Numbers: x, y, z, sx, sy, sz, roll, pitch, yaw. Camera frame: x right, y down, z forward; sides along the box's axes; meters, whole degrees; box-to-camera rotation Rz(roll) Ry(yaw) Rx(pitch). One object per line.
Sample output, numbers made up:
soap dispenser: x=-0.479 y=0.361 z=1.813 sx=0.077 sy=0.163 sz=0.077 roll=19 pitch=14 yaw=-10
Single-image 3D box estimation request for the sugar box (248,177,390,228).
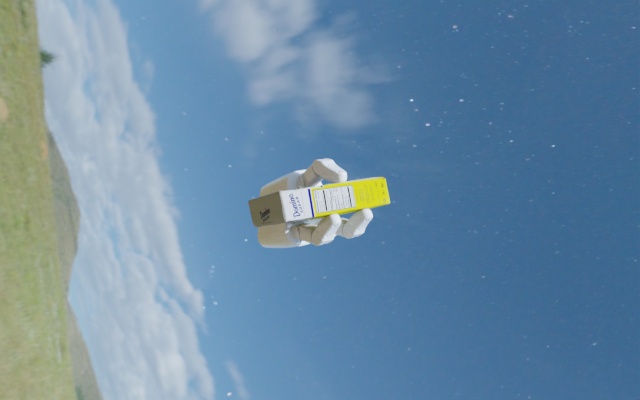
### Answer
sugar box: x=0.000 y=0.003 z=0.661 sx=0.176 sy=0.048 sz=0.093 roll=-12 pitch=0 yaw=-34
